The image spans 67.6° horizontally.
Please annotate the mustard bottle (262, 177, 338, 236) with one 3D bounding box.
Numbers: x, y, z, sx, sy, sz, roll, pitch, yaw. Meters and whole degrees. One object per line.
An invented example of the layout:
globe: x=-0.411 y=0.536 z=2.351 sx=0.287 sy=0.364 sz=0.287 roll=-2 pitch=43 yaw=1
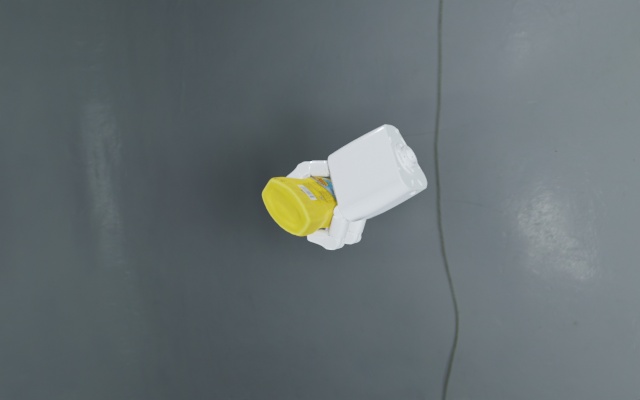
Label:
mustard bottle: x=0.000 y=0.003 z=0.757 sx=0.096 sy=0.058 sz=0.191 roll=45 pitch=26 yaw=22
